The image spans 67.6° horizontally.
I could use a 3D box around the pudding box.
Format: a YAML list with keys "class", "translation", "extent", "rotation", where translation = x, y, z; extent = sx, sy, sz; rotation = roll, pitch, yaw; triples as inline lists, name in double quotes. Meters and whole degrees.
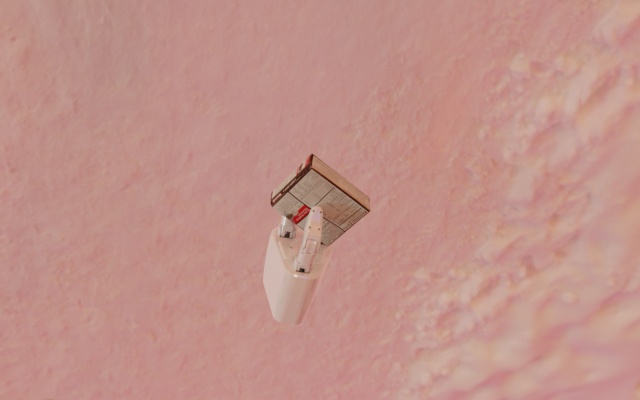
- class: "pudding box"
  translation: [0.000, 0.002, 0.668]
  extent: [0.113, 0.090, 0.039]
  rotation: [36, 28, -24]
